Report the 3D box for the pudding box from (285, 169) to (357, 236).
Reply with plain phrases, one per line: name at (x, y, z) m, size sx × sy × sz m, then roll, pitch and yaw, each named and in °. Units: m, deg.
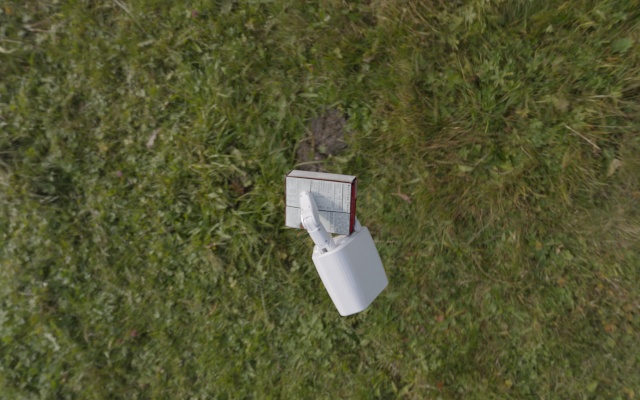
pudding box at (0.000, 0.003, 0.757) m, size 0.113 × 0.090 × 0.039 m, roll 7°, pitch 19°, yaw 14°
